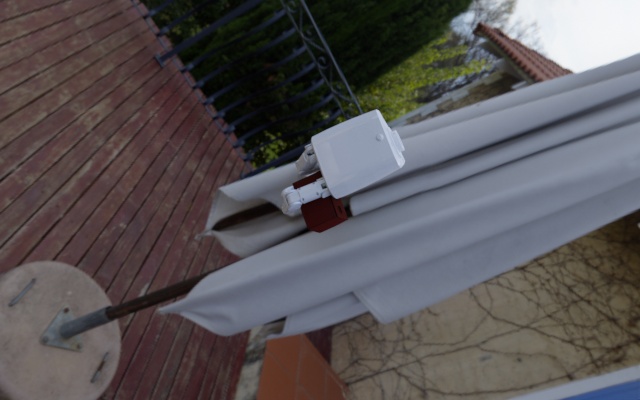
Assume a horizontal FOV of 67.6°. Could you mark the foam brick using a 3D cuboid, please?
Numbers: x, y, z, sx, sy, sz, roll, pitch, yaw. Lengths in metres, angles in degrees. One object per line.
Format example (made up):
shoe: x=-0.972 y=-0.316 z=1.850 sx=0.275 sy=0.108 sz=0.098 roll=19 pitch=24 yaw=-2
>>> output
foam brick: x=0.000 y=0.003 z=0.720 sx=0.051 sy=0.078 sz=0.053 roll=-23 pitch=-14 yaw=15
